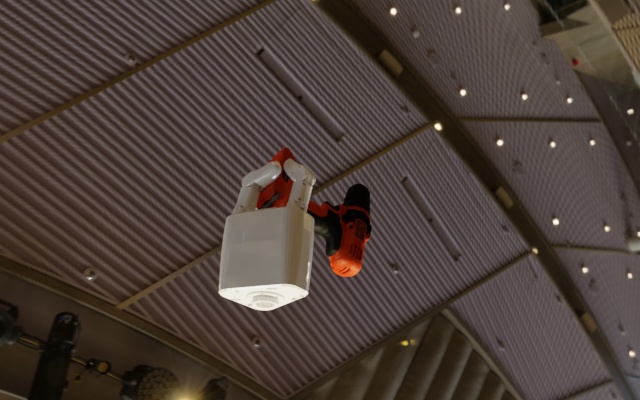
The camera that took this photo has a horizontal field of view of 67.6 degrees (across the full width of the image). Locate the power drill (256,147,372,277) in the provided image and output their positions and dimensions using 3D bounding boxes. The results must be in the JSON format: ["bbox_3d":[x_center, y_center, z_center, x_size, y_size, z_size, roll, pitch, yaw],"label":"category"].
[{"bbox_3d":[0.000,0.002,0.730,0.188,0.184,0.057,34,-51,-19],"label":"power drill"}]
